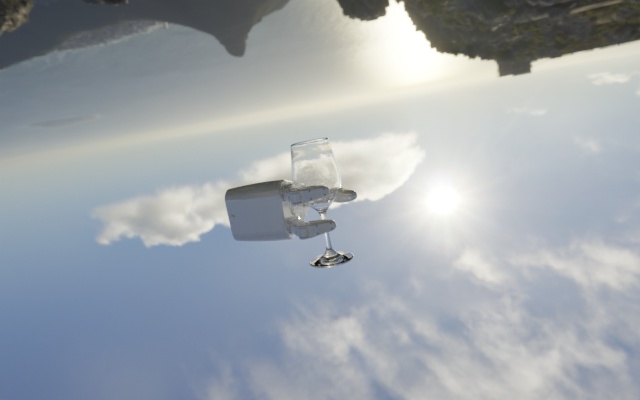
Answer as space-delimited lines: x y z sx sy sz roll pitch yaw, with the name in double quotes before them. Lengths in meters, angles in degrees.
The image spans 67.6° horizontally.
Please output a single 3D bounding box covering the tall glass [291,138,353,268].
"tall glass" 0.000 0.003 0.775 0.079 0.201 0.079 -10 11 2
